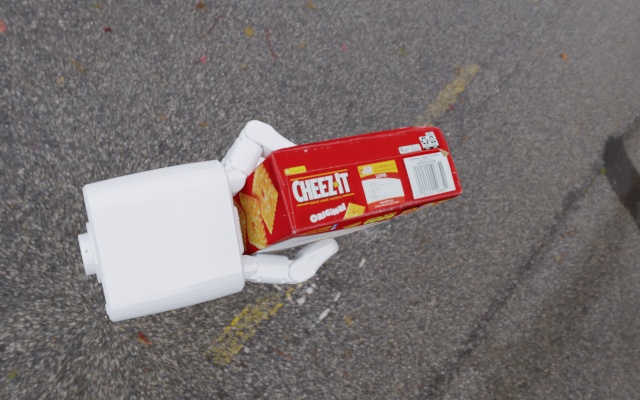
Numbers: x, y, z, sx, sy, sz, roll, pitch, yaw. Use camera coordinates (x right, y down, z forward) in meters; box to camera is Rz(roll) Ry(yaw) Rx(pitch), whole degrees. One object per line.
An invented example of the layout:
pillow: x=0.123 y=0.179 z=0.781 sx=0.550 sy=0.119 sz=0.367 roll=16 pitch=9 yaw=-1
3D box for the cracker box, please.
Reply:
cracker box: x=0.000 y=0.002 z=0.465 sx=0.164 sy=0.072 sz=0.214 roll=-12 pitch=-7 yaw=-26
